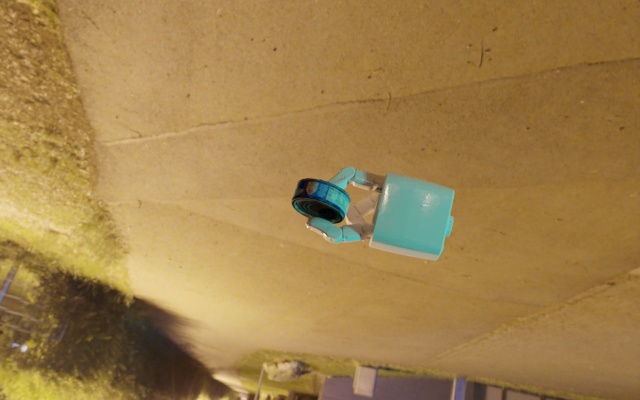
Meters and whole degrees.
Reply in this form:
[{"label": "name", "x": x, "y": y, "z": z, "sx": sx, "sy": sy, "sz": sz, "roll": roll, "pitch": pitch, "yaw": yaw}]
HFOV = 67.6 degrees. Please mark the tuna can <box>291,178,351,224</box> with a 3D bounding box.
[{"label": "tuna can", "x": 0.000, "y": 0.003, "z": 0.719, "sx": 0.086, "sy": 0.033, "sz": 0.086, "roll": 16, "pitch": -23, "yaw": 7}]
